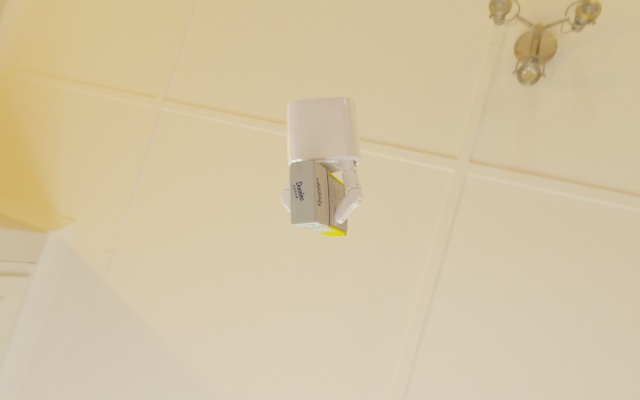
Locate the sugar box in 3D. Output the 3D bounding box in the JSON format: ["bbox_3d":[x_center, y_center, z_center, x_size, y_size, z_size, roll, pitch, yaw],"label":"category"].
[{"bbox_3d":[0.000,0.002,0.755,0.048,0.093,0.176,-6,-12,19],"label":"sugar box"}]
